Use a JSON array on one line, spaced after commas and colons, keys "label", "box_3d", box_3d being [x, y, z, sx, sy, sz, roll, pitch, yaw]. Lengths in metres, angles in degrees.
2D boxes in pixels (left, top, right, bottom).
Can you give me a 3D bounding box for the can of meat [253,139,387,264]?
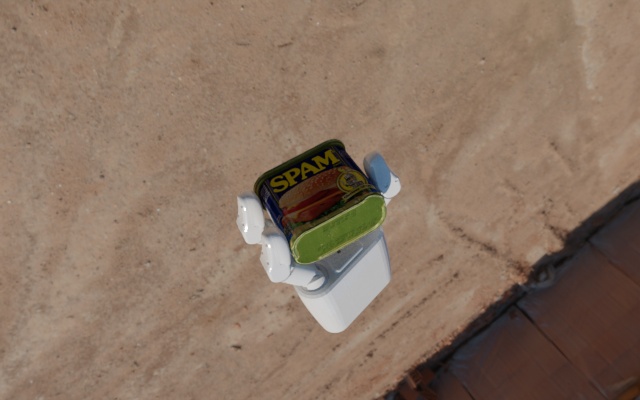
[{"label": "can of meat", "box_3d": [0.000, 0.002, 0.453, 0.102, 0.084, 0.057, -28, -38, -9]}]
